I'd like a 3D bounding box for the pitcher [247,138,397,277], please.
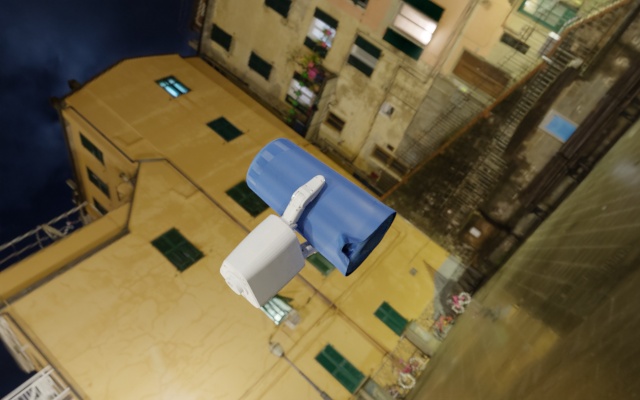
[{"bbox_3d":[0.000,0.003,0.810,0.243,0.145,0.149,39,-24,16],"label":"pitcher"}]
